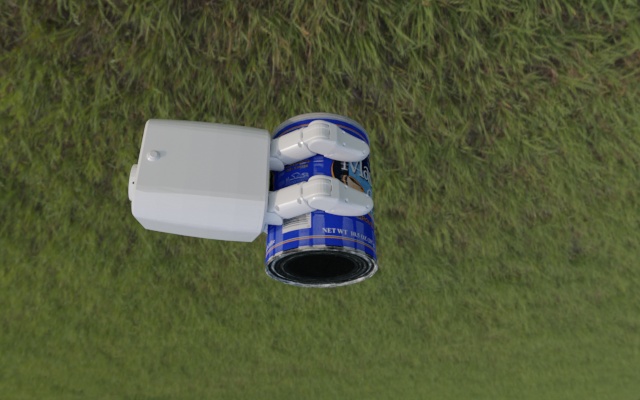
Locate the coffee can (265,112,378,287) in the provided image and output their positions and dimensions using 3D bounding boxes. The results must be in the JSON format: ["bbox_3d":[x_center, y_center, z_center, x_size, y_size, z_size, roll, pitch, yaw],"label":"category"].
[{"bbox_3d":[0.000,0.001,0.464,0.103,0.140,0.103,-1,-28,0],"label":"coffee can"}]
